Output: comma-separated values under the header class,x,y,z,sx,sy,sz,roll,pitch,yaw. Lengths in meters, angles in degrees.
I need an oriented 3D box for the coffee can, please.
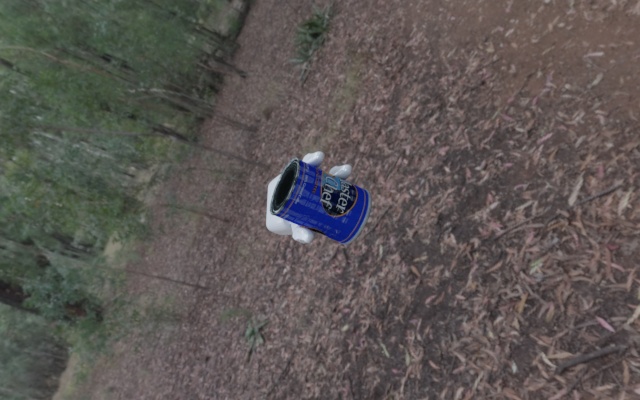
class,x,y,z,sx,sy,sz,roll,pitch,yaw
coffee can,0.000,0.003,0.801,0.140,0.103,0.103,24,-8,-20
